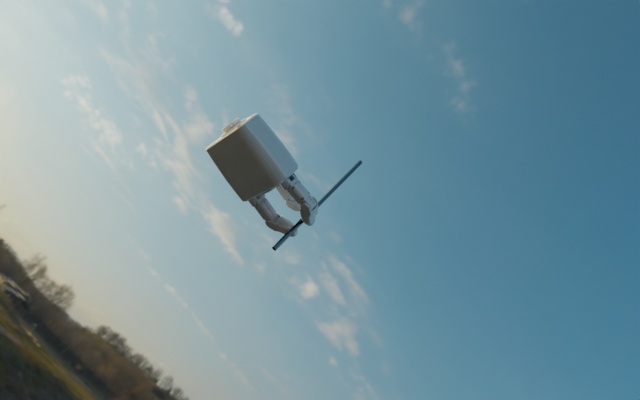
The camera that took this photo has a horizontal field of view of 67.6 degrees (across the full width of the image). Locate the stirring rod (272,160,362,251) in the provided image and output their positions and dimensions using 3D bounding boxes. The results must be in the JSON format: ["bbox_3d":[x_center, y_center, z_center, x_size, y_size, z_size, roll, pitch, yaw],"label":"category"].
[{"bbox_3d":[0.000,0.003,0.805,0.011,0.011,0.239,0,37,49],"label":"stirring rod"}]
